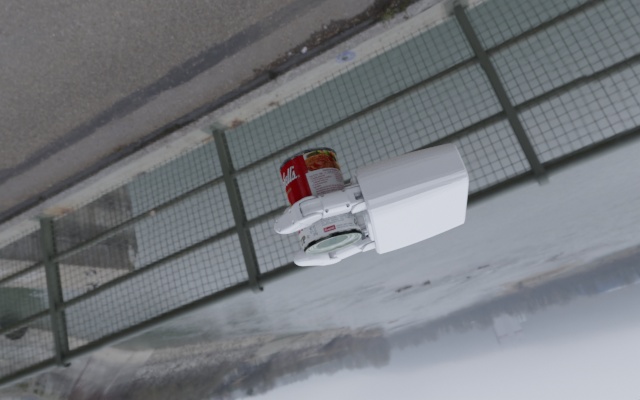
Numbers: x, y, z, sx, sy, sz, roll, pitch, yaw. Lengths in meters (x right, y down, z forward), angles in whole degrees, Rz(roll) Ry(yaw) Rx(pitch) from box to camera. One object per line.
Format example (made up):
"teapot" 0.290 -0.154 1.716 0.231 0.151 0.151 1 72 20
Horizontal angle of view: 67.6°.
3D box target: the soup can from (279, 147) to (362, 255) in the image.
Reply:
"soup can" 0.000 0.002 0.530 0.068 0.102 0.068 -16 -18 -5
